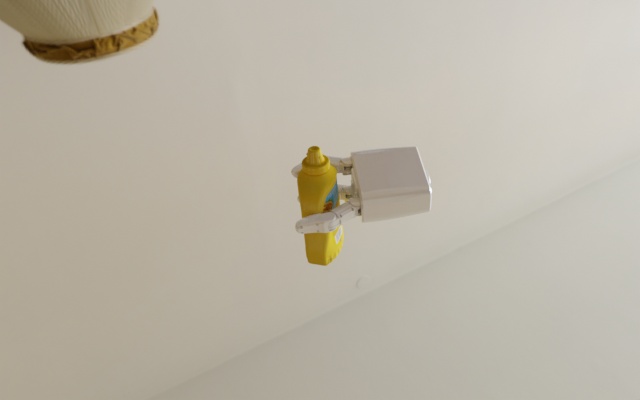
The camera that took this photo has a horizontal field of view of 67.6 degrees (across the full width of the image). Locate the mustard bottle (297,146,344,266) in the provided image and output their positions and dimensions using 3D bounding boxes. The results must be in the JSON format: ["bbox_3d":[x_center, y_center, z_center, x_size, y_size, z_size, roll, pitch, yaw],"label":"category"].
[{"bbox_3d":[0.000,0.003,0.734,0.058,0.192,0.096,8,40,17],"label":"mustard bottle"}]
